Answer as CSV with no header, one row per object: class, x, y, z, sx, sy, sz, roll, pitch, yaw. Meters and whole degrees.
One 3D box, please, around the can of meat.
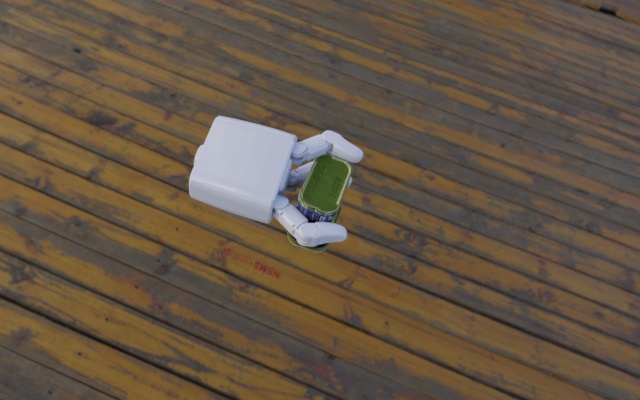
can of meat,0.000,0.002,0.623,0.057,0.102,0.084,20,-40,3
